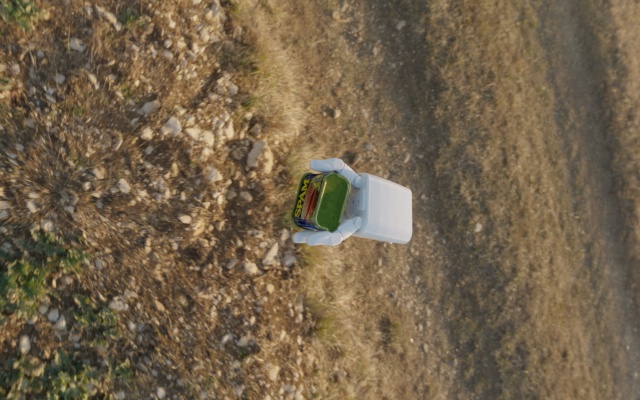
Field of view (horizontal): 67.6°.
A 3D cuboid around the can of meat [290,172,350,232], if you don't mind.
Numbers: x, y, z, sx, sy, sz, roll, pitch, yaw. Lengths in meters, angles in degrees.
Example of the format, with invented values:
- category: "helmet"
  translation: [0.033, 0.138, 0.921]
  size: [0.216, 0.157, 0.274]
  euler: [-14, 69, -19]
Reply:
- category: "can of meat"
  translation: [0.000, 0.003, 0.812]
  size: [0.057, 0.102, 0.084]
  euler: [19, -8, -28]
